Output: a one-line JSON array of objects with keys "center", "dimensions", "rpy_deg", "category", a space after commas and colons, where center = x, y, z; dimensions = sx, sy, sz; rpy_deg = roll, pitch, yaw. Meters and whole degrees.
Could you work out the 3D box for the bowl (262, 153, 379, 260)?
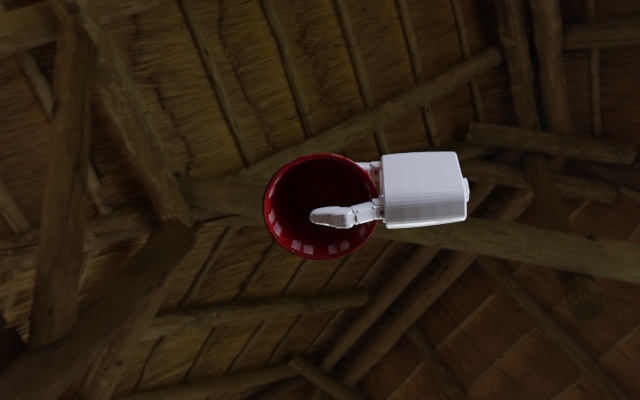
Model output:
[{"center": [-0.001, 0.002, 0.676], "dimensions": [0.162, 0.162, 0.055], "rpy_deg": [0, 24, -2], "category": "bowl"}]
